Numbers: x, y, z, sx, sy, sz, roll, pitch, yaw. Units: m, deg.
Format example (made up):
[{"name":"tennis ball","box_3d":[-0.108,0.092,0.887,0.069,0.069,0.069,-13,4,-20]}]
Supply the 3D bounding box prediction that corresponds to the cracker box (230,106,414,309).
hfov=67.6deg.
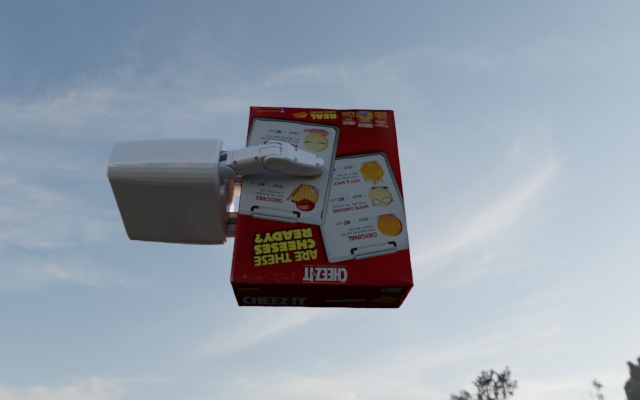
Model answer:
[{"name":"cracker box","box_3d":[0.000,0.001,0.499,0.164,0.213,0.072,1,-33,-2]}]
